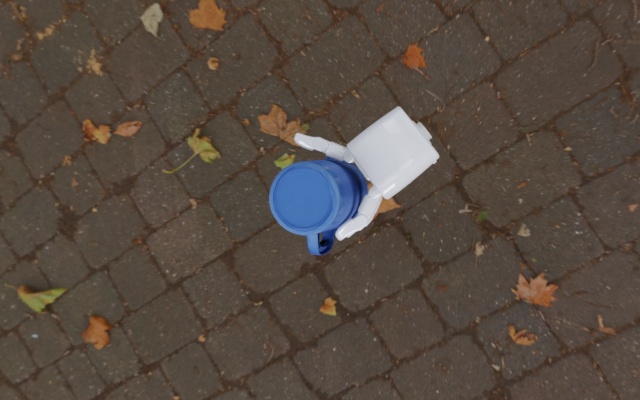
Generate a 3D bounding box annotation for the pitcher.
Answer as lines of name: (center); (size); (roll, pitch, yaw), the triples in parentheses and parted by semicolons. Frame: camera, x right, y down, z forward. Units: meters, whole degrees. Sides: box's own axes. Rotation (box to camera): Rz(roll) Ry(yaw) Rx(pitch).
pitcher: (0.000, 0.002, 0.799); (0.145, 0.149, 0.243); (-39, -5, 12)
